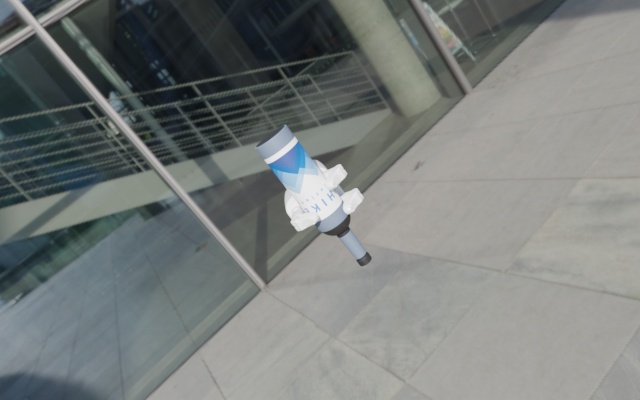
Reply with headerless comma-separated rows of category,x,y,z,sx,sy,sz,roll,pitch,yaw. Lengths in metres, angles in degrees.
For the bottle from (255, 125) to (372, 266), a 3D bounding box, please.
bottle,0.000,0.003,0.855,0.069,0.296,0.069,-34,17,12
